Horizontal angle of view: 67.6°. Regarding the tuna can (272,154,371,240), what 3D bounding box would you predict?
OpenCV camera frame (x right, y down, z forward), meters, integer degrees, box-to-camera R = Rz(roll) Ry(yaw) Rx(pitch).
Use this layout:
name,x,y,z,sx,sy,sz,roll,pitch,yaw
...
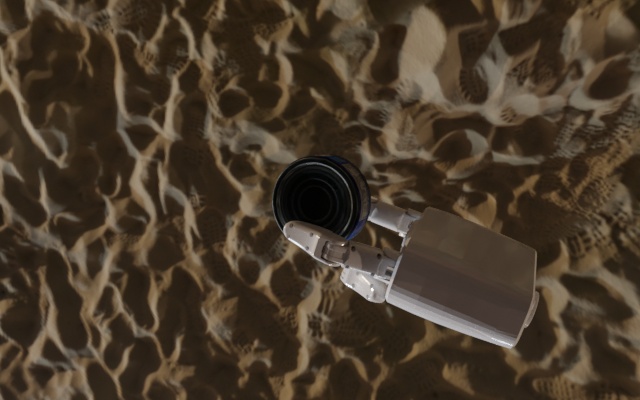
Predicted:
name,x,y,z,sx,sy,sz,roll,pitch,yaw
tuna can,0.000,0.001,0.431,0.086,0.086,0.034,0,7,23
